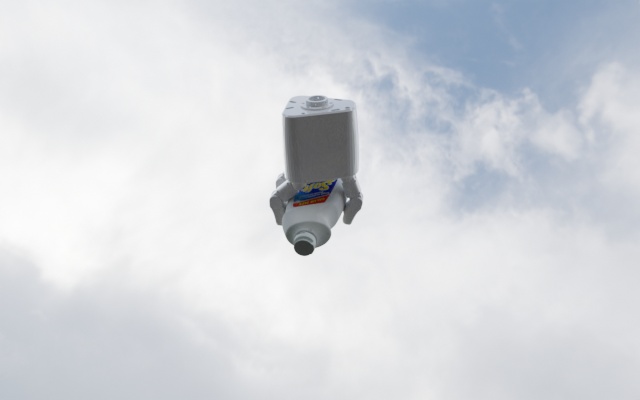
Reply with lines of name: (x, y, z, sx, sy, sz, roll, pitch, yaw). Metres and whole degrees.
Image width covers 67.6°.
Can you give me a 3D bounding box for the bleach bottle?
bleach bottle: (0.000, 0.003, 0.765, 0.102, 0.068, 0.250, 1, 31, 8)
